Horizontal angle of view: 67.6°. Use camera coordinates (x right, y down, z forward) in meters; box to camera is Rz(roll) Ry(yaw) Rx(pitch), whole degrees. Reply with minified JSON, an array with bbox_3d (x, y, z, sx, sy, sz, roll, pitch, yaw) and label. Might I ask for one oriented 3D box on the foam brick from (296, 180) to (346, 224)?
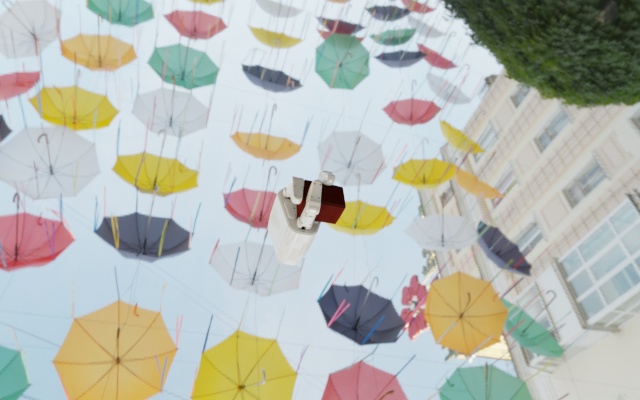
[{"bbox_3d":[0.000,0.003,0.876,0.078,0.053,0.051,11,-46,-14],"label":"foam brick"}]
